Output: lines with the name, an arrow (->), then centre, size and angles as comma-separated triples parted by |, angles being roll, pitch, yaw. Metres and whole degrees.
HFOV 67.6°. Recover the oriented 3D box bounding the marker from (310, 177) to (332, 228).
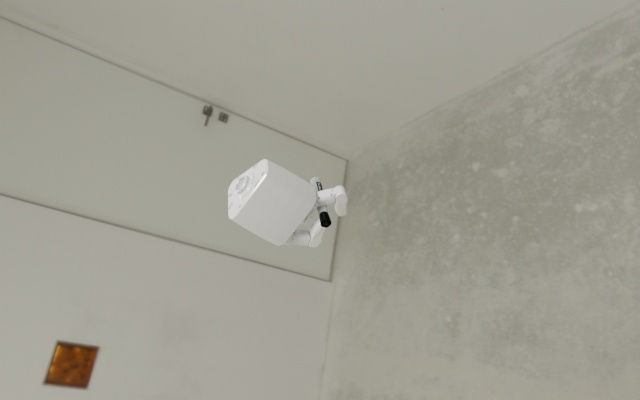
marker -> 0.000, 0.003, 0.830 | 0.020, 0.020, 0.121 | 0, 41, -12
